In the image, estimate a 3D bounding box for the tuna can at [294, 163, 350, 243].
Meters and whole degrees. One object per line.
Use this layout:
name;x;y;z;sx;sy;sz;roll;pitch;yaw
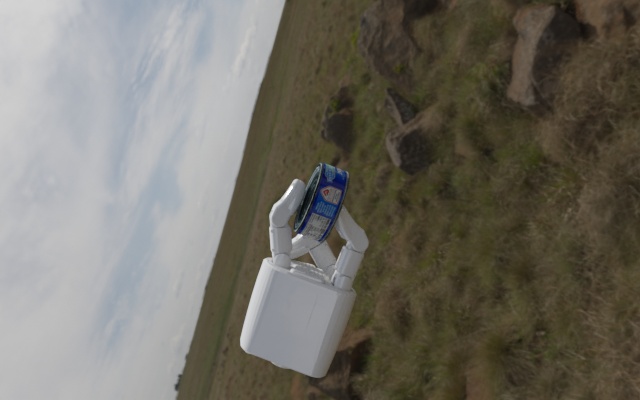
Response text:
tuna can;0.000;0.001;0.535;0.034;0.086;0.086;21;-4;-9
